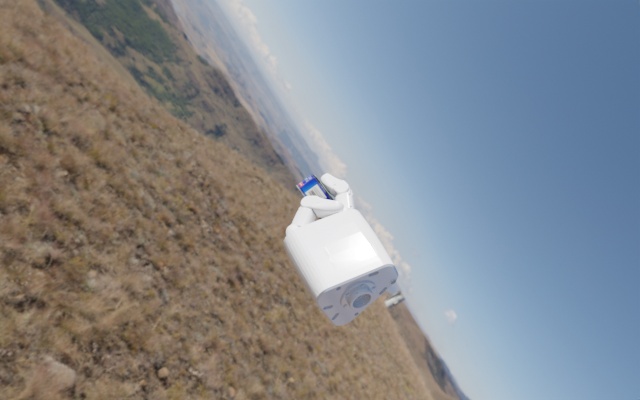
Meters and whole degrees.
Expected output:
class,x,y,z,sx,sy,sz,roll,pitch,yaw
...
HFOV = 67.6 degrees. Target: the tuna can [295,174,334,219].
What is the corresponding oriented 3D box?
class,x,y,z,sx,sy,sz,roll,pitch,yaw
tuna can,0.001,0.002,0.726,0.034,0.086,0.086,-36,1,-1
